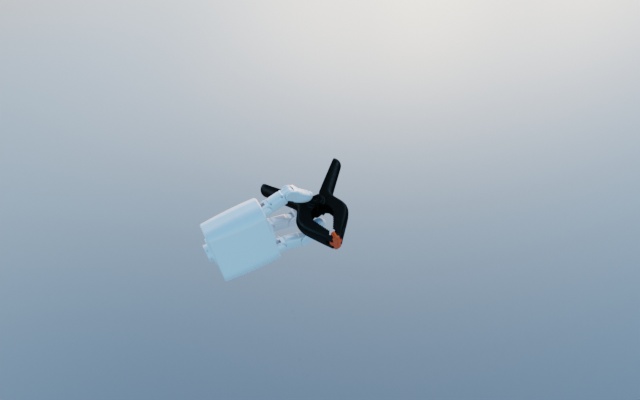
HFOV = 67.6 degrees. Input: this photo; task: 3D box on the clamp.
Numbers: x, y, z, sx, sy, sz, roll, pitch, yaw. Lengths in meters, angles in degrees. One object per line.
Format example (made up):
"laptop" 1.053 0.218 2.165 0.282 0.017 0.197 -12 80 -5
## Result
"clamp" 0.000 0.003 0.869 0.164 0.036 0.210 -26 46 -13
